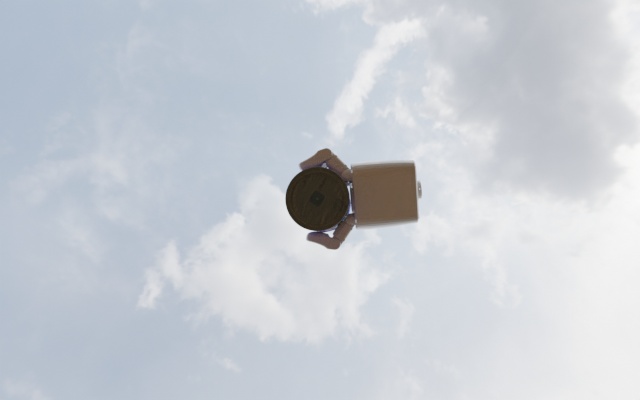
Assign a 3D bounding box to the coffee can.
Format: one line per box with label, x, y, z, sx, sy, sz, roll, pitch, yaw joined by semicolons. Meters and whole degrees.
coffee can;0.000;0.003;0.821;0.103;0.103;0.140;0;-4;4
